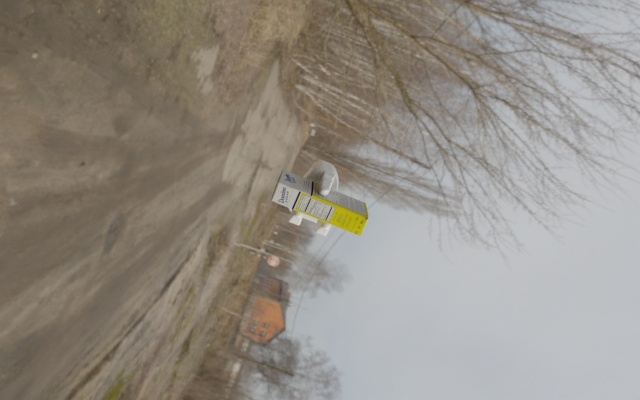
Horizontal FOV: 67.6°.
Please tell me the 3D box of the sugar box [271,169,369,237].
[{"bbox_3d":[0.000,0.003,0.886,0.176,0.048,0.093,20,17,-5],"label":"sugar box"}]
